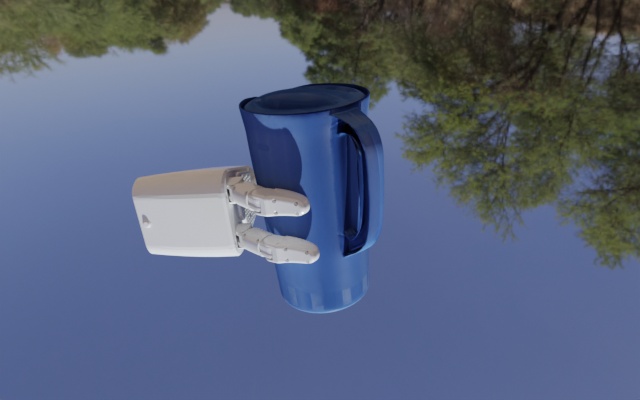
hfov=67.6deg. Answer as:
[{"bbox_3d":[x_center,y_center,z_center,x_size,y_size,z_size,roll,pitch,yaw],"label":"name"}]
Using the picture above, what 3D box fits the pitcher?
[{"bbox_3d":[0.000,0.002,0.521,0.145,0.243,0.149,-2,25,9],"label":"pitcher"}]
